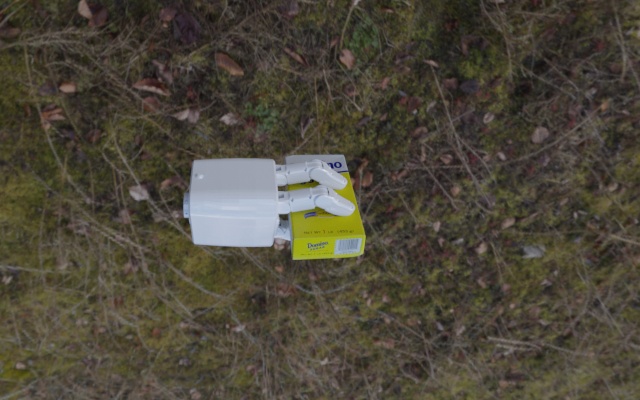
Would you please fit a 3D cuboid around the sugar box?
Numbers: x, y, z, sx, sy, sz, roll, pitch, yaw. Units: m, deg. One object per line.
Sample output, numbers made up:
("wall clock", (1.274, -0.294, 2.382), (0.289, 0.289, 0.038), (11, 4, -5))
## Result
("sugar box", (0.000, 0.002, 0.660), (0.093, 0.048, 0.176), (-2, 43, -9))
